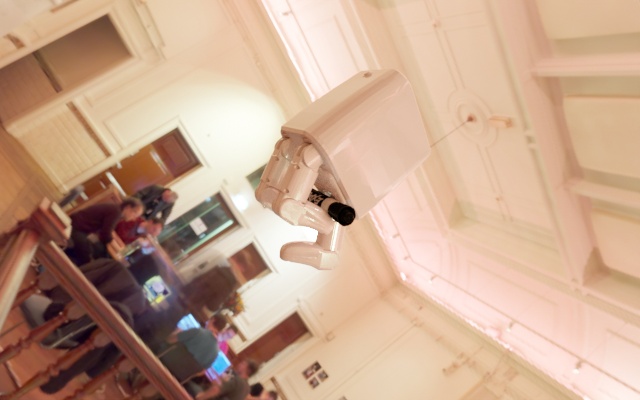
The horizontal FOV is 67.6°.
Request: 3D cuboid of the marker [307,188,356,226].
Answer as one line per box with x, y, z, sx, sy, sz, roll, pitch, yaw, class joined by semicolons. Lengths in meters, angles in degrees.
0.000;0.002;0.465;0.020;0.020;0.121;0;12;-25;marker
